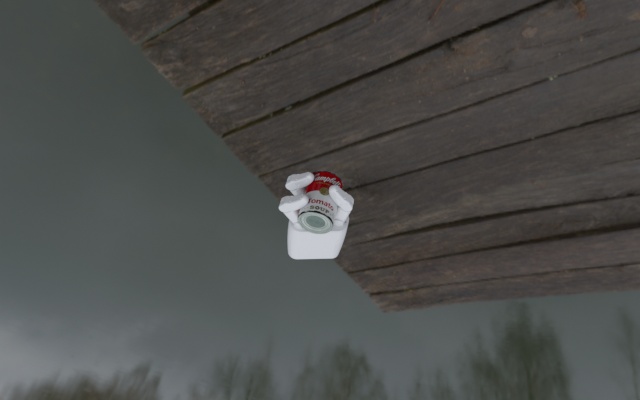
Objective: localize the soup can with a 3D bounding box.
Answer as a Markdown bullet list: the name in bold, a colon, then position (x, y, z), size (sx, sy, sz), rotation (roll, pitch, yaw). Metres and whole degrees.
- **soup can**: position (0.000, 0.003, 0.885), size (0.068, 0.102, 0.069), rotation (9, -38, 7)
